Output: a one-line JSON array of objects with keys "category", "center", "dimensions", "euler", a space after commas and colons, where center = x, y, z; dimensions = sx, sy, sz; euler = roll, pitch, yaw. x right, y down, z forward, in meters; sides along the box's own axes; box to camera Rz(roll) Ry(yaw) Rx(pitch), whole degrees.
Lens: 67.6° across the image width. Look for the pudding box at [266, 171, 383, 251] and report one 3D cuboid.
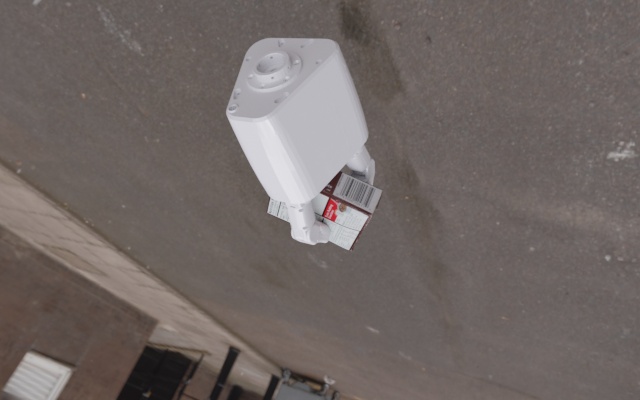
[{"category": "pudding box", "center": [0.000, 0.002, 0.522], "dimensions": [0.113, 0.039, 0.090], "euler": [26, -32, 3]}]
